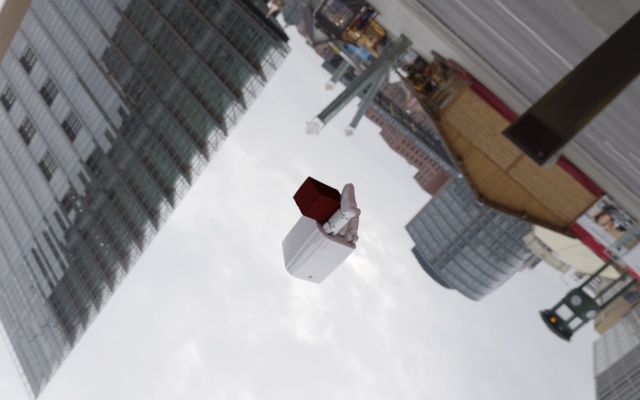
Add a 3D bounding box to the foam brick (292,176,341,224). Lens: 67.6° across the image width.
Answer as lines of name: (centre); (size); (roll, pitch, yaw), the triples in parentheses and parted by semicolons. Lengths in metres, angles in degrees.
foam brick: (0.000, 0.003, 0.836); (0.078, 0.051, 0.053); (24, 25, -41)
